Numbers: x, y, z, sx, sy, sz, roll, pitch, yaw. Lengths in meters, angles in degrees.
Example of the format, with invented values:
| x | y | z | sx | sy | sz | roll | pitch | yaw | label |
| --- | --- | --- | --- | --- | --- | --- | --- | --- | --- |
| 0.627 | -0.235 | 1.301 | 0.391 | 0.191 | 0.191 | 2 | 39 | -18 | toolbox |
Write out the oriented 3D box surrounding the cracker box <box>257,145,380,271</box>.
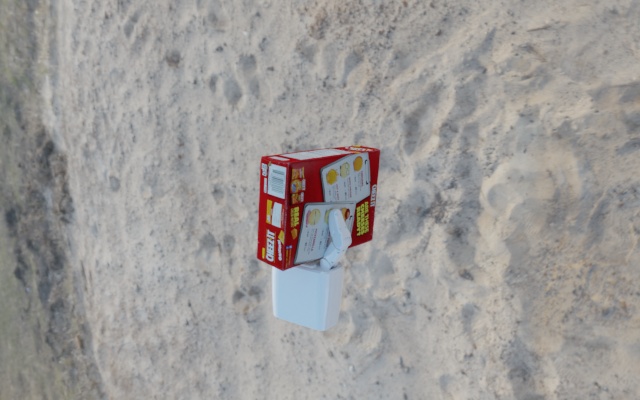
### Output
| x | y | z | sx | sy | sz | roll | pitch | yaw | label |
| --- | --- | --- | --- | --- | --- | --- | --- | --- | --- |
| 0.000 | 0.003 | 0.763 | 0.072 | 0.164 | 0.213 | 18 | 21 | 40 | cracker box |
